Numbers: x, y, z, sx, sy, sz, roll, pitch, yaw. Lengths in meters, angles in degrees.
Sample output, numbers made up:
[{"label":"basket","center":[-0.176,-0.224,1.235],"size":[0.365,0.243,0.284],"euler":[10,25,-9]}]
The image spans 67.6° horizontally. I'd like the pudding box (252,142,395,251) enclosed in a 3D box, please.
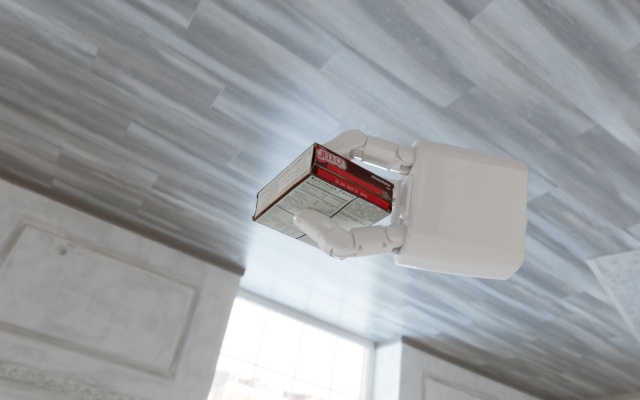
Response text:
[{"label":"pudding box","center":[0.000,0.002,0.453],"size":[0.090,0.039,0.113],"euler":[26,-38,-24]}]
